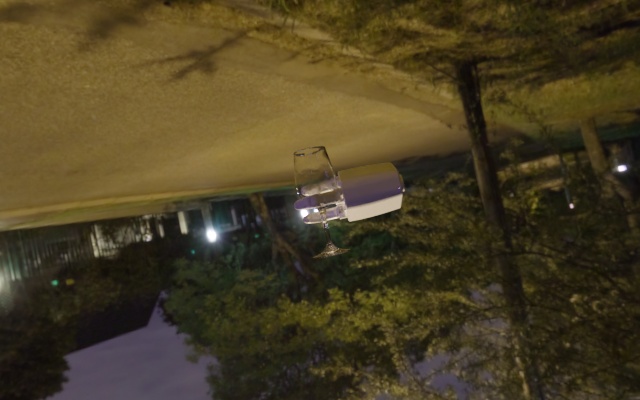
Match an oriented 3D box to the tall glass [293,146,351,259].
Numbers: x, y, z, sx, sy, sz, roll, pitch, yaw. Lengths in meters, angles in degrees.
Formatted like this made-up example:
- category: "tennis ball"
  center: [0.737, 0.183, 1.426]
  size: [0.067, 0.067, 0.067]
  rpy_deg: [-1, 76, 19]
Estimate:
- category: "tall glass"
  center: [0.000, 0.004, 0.892]
  size: [0.079, 0.201, 0.079]
  rpy_deg: [-13, -2, -1]
